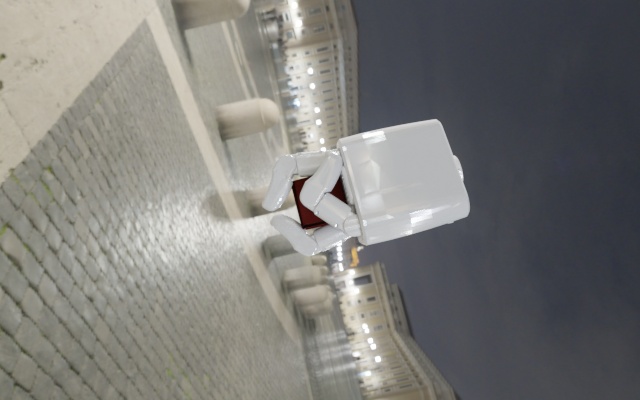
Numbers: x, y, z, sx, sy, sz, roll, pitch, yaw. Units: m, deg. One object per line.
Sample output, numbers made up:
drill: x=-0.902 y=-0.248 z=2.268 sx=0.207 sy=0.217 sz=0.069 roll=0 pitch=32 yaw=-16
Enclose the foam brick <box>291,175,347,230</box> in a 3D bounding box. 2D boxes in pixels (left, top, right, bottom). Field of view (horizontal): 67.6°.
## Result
foam brick: x=0.000 y=0.002 z=0.524 sx=0.051 sy=0.053 sz=0.078 roll=-14 pitch=-4 yaw=-1
